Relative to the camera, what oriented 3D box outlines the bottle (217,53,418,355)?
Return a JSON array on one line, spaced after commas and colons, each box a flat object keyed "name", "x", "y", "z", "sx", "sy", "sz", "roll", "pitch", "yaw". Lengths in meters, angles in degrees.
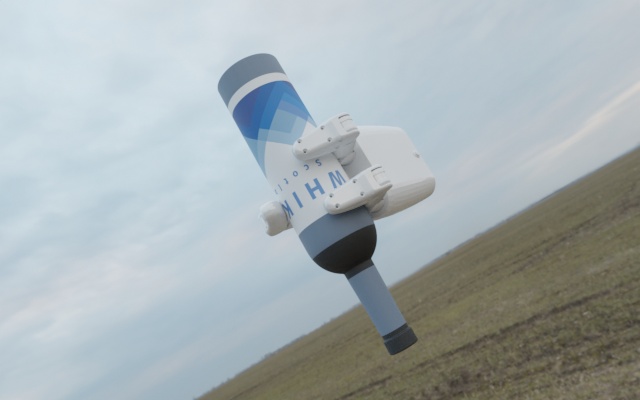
[{"name": "bottle", "x": 0.000, "y": 0.001, "z": 0.439, "sx": 0.069, "sy": 0.295, "sz": 0.069, "roll": -28, "pitch": -13, "yaw": -7}]
